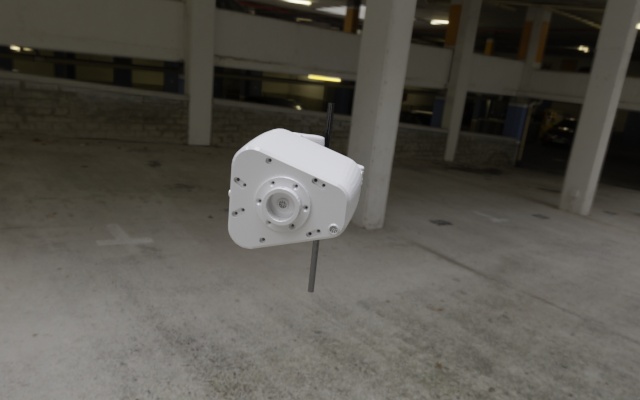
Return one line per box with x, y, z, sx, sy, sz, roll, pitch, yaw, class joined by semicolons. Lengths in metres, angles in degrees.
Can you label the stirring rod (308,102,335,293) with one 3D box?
0.000;0.002;0.586;0.011;0.239;0.011;6;15;-2;stirring rod
